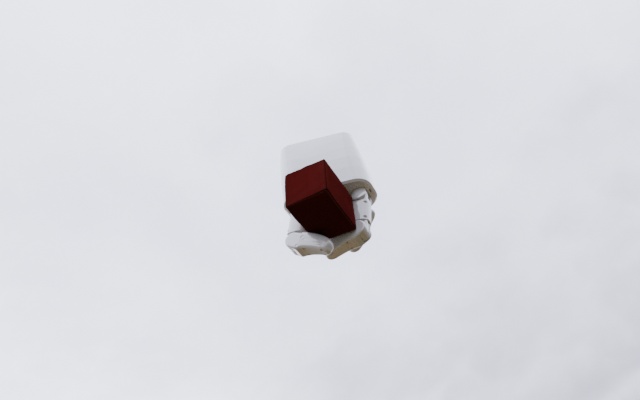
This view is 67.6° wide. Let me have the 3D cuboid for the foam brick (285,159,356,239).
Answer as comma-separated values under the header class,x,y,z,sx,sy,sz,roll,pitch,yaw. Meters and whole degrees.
class,x,y,z,sx,sy,sz,roll,pitch,yaw
foam brick,0.000,0.002,0.547,0.053,0.051,0.078,-21,-45,17
